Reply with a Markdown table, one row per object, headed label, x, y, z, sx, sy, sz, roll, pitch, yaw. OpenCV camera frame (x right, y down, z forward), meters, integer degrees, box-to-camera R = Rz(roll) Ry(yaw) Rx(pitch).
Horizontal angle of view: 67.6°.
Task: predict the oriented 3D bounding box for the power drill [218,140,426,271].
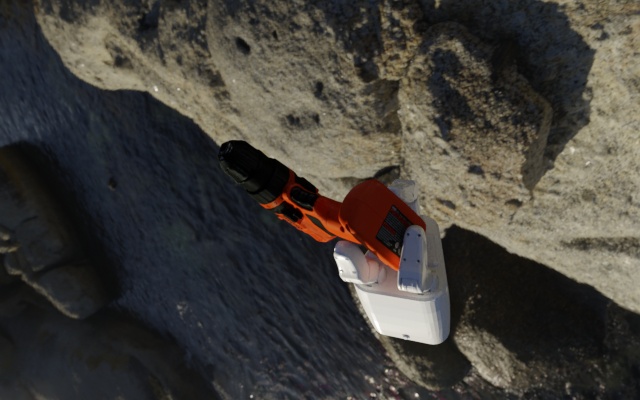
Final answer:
| label | x | y | z | sx | sy | sz | roll | pitch | yaw |
| --- | --- | --- | --- | --- | --- | --- | --- | --- | --- |
| power drill | 0.001 | 0.002 | 0.491 | 0.184 | 0.057 | 0.187 | 36 | -11 | -38 |
